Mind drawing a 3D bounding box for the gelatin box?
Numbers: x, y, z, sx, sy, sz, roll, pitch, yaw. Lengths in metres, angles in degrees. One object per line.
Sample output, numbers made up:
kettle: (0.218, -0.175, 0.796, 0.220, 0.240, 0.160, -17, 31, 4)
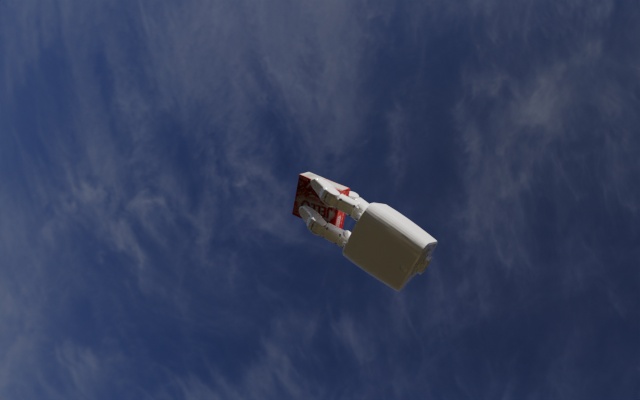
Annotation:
gelatin box: (0.000, 0.002, 0.780, 0.089, 0.073, 0.030, 24, 23, 30)
